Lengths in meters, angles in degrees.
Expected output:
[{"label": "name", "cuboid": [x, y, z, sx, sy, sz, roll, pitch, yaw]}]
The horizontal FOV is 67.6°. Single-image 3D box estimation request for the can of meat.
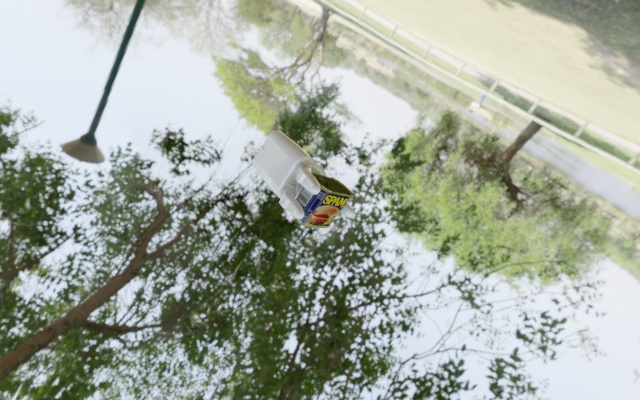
[{"label": "can of meat", "cuboid": [0.000, 0.003, 0.886, 0.057, 0.084, 0.102, 45, 19, 30]}]
